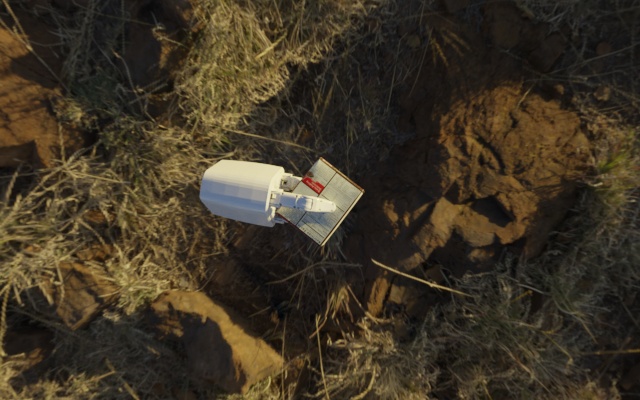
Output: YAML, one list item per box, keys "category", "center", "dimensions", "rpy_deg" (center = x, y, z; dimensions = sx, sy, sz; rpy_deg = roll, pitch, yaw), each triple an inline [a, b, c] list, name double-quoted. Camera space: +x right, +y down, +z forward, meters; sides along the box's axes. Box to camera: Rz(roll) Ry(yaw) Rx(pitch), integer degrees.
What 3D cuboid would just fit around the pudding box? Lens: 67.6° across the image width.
- category: "pudding box"
  center: [0.000, 0.002, 0.748]
  dimensions: [0.090, 0.113, 0.039]
  rpy_deg: [38, 4, 4]
